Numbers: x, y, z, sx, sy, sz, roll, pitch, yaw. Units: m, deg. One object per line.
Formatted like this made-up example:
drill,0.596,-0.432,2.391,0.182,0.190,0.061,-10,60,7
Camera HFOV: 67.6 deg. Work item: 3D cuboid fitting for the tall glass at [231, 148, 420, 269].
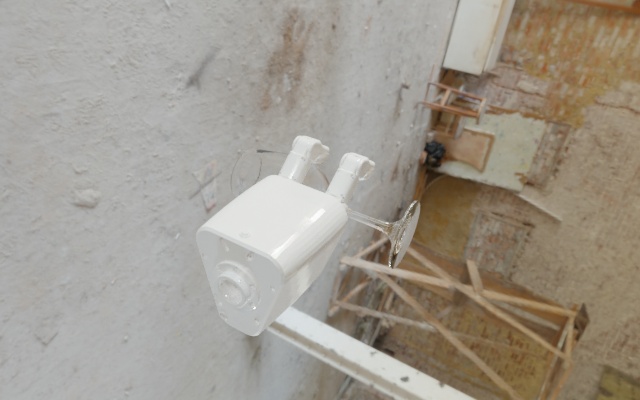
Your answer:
tall glass,0.001,0.002,0.520,0.201,0.079,0.079,21,8,22
